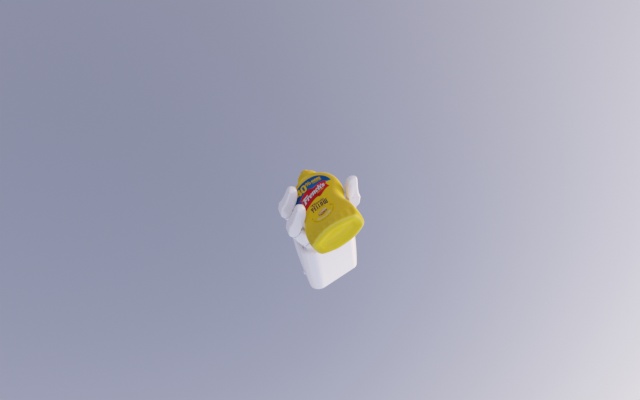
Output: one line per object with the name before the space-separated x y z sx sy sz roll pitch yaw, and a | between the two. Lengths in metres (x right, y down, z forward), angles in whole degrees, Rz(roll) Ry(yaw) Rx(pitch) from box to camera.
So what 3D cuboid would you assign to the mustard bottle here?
mustard bottle | 0.000 0.003 0.850 0.058 0.096 0.191 46 10 -40
